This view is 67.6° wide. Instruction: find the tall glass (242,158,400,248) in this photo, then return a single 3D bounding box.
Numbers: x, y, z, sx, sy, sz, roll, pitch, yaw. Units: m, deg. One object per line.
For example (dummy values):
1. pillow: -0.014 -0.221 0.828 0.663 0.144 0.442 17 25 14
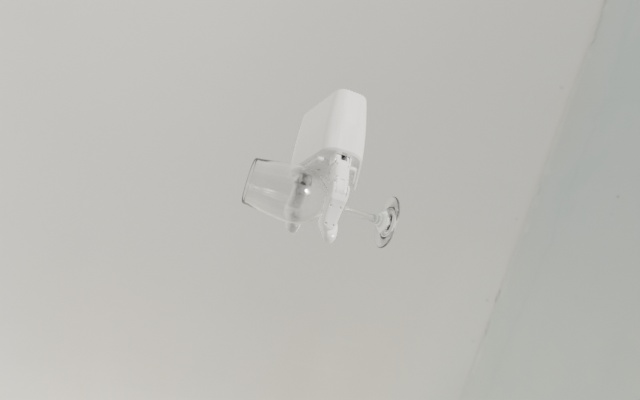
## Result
1. tall glass: 0.001 0.002 0.638 0.201 0.079 0.079 17 -4 -14
